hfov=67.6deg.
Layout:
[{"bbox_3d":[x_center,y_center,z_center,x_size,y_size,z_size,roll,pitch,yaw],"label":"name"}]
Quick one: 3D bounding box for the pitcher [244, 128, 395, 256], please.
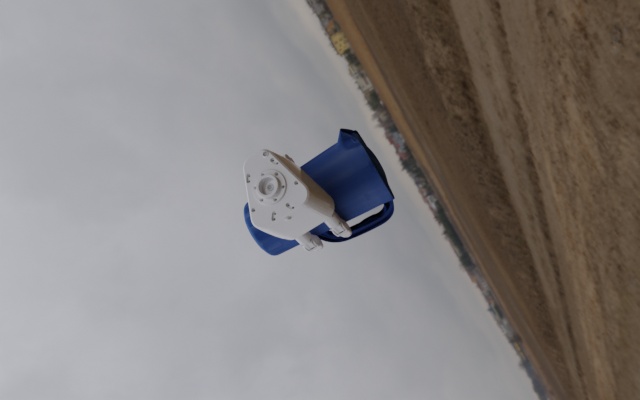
[{"bbox_3d":[0.000,0.003,0.822,0.243,0.149,0.145,-30,-17,11],"label":"pitcher"}]
